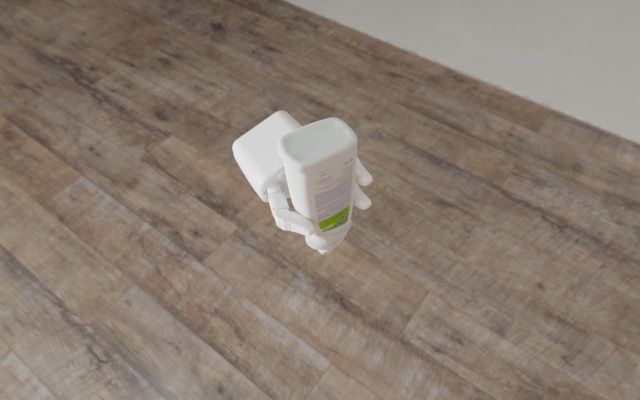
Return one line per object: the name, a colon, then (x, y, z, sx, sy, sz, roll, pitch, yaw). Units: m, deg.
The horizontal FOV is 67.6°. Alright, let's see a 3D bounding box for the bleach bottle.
bleach bottle: (0.000, 0.002, 0.693, 0.102, 0.068, 0.251, -25, -35, -18)
